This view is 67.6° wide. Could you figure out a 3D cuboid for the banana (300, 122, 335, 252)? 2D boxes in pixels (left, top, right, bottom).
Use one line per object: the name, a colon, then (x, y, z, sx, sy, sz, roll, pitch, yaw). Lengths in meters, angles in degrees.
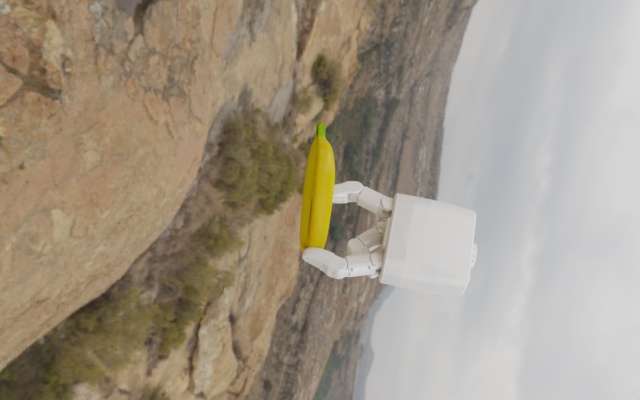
banana: (-0.003, 0.007, 0.603, 0.037, 0.198, 0.069, 10, 27, 7)
